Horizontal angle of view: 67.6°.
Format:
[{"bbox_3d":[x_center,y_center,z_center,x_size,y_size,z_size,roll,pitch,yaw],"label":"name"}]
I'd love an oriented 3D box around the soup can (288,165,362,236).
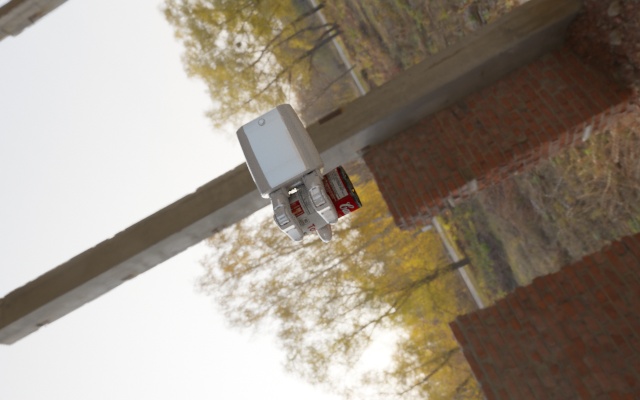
[{"bbox_3d":[0.000,0.003,0.692,0.102,0.068,0.068,-27,-4,8],"label":"soup can"}]
